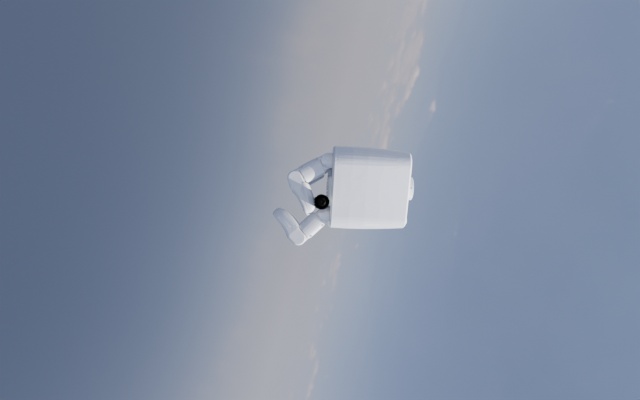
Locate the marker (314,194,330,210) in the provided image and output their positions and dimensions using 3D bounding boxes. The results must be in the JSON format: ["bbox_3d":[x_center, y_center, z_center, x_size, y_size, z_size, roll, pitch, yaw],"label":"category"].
[{"bbox_3d":[0.000,0.002,0.631,0.020,0.020,0.121,0,-1,-2],"label":"marker"}]
